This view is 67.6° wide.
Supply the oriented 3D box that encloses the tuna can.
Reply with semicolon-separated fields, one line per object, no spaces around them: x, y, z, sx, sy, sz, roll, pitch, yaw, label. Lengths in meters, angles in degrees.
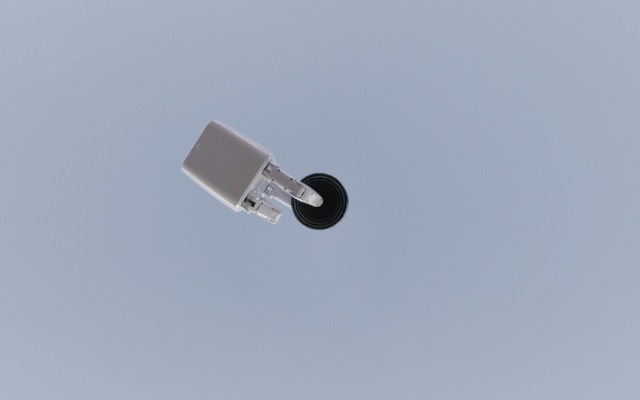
0.000;0.002;0.726;0.086;0.086;0.034;0;-4;8;tuna can
